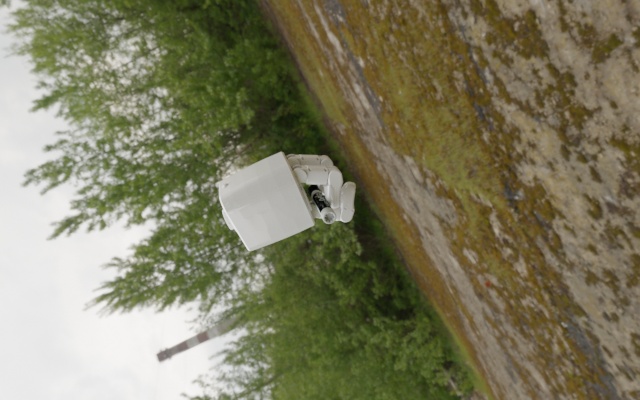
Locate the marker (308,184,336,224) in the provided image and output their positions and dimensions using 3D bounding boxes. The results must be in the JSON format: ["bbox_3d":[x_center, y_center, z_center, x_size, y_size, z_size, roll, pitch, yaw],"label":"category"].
[{"bbox_3d":[0.000,0.002,0.691,0.020,0.020,0.121,0,20,-12],"label":"marker"}]
